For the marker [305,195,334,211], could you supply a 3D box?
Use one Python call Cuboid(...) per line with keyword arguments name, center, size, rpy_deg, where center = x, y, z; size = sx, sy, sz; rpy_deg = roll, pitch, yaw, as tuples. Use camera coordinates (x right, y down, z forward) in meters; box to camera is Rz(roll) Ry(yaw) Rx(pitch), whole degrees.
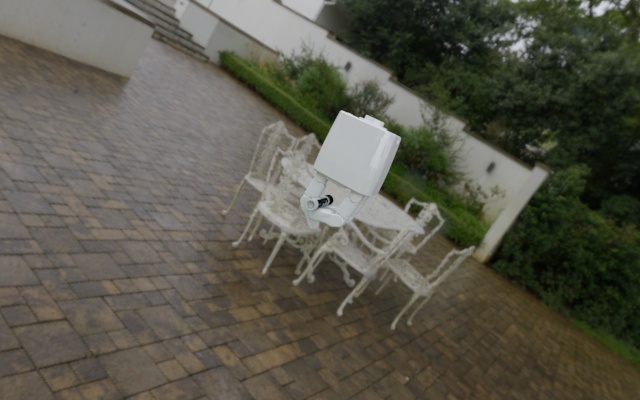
Cuboid(name="marker", center=(0.000, 0.003, 0.805), size=(0.020, 0.020, 0.121), rpy_deg=(0, 4, 16))
